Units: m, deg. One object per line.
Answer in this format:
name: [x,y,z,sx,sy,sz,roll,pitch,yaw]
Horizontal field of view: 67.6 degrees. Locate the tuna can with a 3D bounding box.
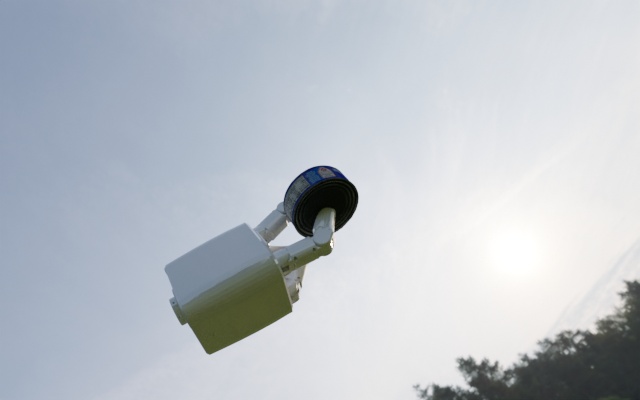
tuna can: [0.000,0.001,0.564,0.086,0.086,0.033,0,34,-33]
